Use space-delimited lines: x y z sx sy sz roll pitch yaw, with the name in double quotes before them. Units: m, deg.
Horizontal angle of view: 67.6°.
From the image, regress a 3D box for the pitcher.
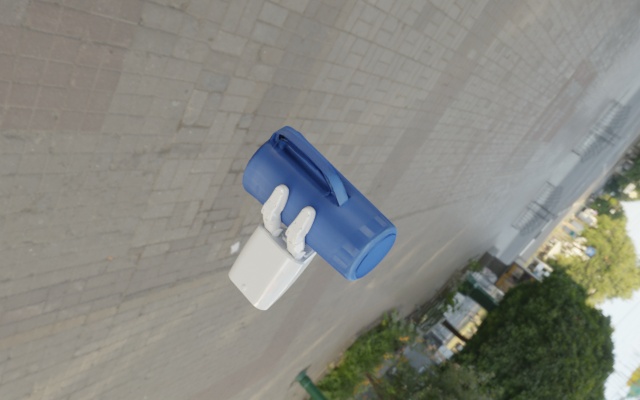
"pitcher" 0.000 0.003 0.745 0.242 0.145 0.149 42 15 23
